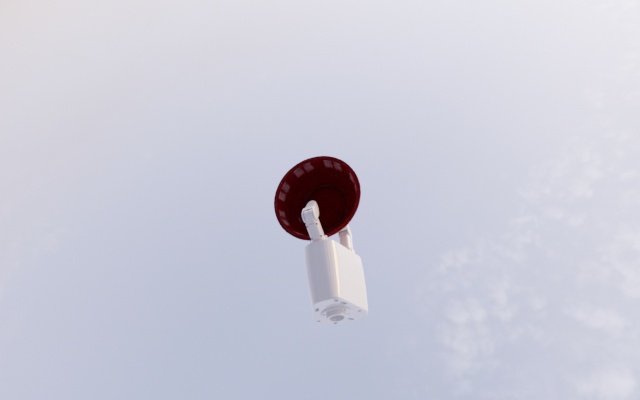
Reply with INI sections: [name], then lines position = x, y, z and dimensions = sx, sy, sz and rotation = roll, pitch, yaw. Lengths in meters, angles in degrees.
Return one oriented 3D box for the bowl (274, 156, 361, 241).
[bowl]
position = 0.000, 0.002, 0.862
dimensions = 0.162, 0.162, 0.055
rotation = 0, -21, 20
